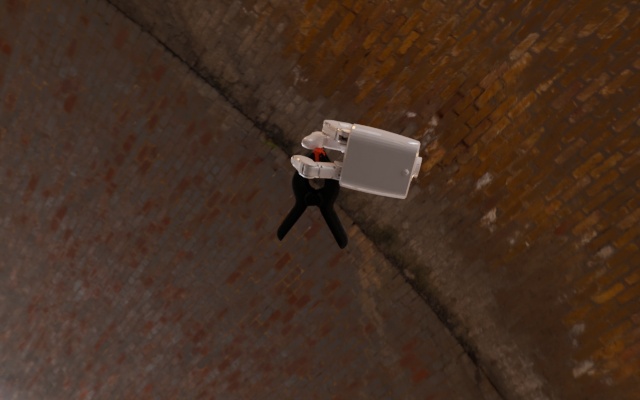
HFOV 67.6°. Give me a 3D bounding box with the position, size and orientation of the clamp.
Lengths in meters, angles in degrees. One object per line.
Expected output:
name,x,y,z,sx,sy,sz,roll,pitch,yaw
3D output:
clamp,0.000,0.002,0.784,0.120,0.171,0.039,13,22,-2
